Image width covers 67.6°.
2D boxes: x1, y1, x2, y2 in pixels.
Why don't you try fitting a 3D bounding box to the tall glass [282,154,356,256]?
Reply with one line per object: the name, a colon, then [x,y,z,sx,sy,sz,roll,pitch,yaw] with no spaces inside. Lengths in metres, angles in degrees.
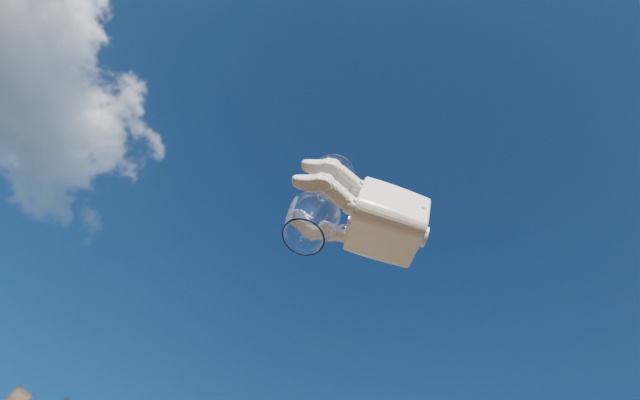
tall glass: [0.000,0.002,0.737,0.079,0.079,0.201,0,29,17]
